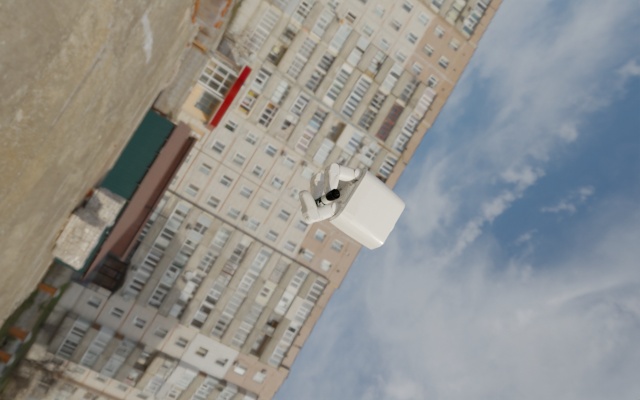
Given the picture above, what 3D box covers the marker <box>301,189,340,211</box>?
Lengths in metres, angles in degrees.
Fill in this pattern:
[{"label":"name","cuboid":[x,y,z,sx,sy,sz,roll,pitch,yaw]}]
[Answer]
[{"label":"marker","cuboid":[0.000,0.003,0.857,0.020,0.020,0.121,0,-16,-30]}]
